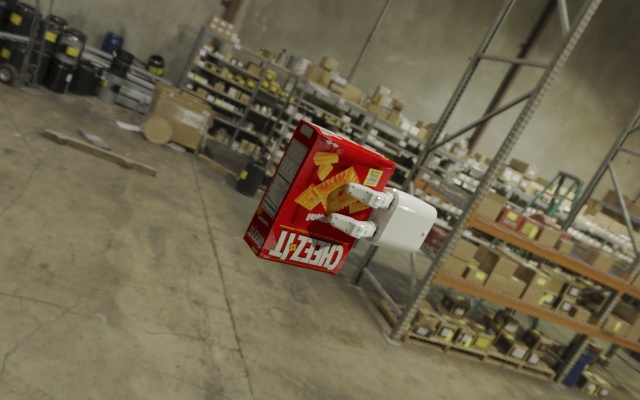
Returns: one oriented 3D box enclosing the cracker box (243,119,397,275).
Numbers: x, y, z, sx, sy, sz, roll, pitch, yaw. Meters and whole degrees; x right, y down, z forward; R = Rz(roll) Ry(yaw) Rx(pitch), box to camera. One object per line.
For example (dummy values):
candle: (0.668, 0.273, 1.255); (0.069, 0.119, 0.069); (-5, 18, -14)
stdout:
cracker box: (0.000, 0.002, 0.756); (0.164, 0.214, 0.072); (19, 14, -36)
